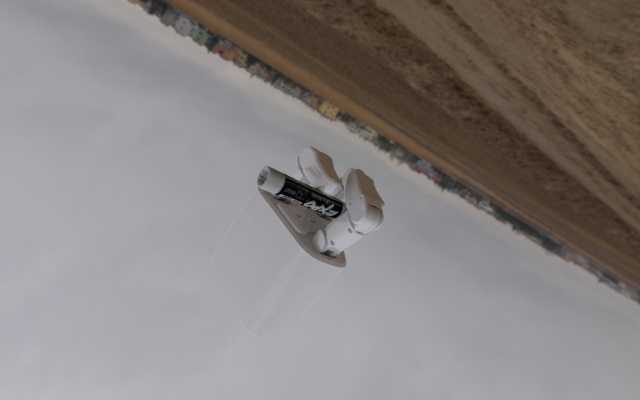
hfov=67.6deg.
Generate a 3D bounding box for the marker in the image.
[{"bbox_3d":[0.000,0.001,0.411,0.121,0.020,0.020,24,-14,-34],"label":"marker"}]
